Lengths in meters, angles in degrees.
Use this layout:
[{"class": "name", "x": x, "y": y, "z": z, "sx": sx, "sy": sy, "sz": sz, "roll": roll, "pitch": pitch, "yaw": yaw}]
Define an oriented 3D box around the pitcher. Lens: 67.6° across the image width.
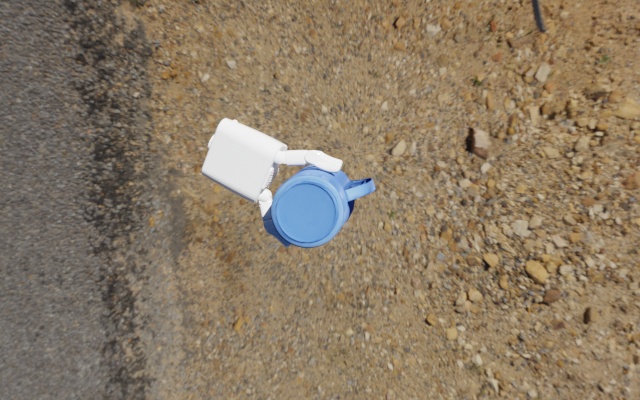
[{"class": "pitcher", "x": 0.000, "y": 0.003, "z": 0.801, "sx": 0.145, "sy": 0.149, "sz": 0.243, "roll": 29, "pitch": 7, "yaw": 1}]
